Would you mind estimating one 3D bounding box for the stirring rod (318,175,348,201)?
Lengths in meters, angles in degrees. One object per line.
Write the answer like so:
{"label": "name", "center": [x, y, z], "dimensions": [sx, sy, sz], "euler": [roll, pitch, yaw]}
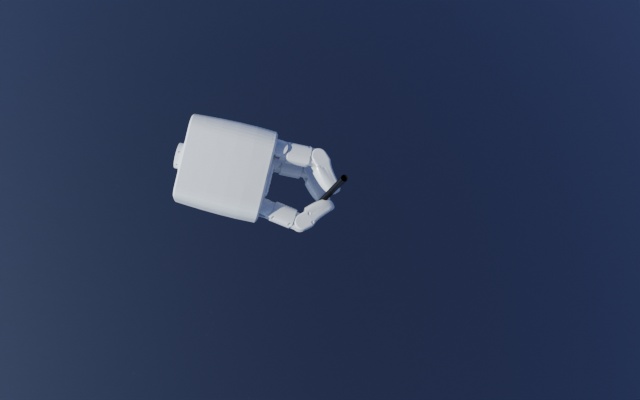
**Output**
{"label": "stirring rod", "center": [0.000, 0.002, 0.639], "dimensions": [0.011, 0.011, 0.239], "euler": [0, -13, -13]}
